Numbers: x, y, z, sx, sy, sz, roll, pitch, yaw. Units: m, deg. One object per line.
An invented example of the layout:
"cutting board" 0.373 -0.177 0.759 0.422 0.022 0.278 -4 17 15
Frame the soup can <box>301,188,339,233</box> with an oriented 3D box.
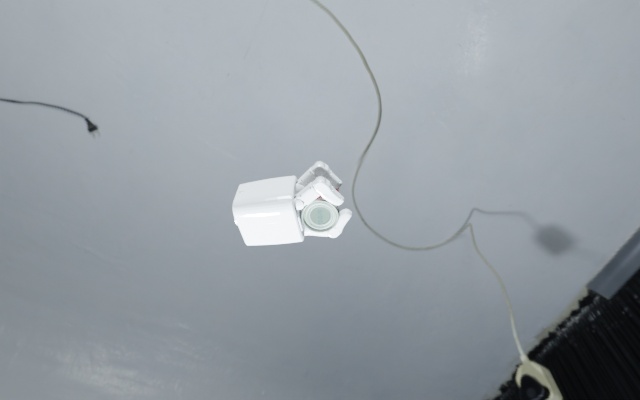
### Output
"soup can" 0.001 0.003 0.856 0.068 0.068 0.102 0 30 1
